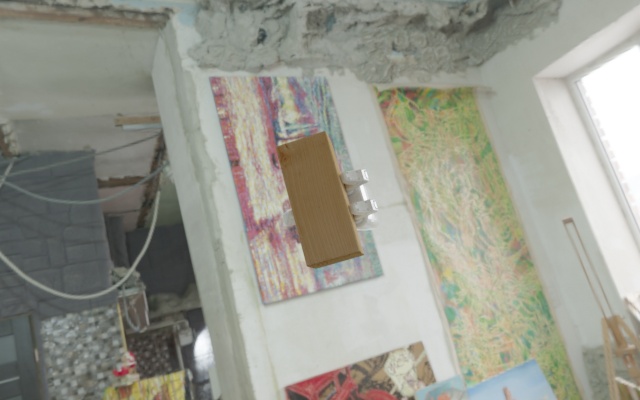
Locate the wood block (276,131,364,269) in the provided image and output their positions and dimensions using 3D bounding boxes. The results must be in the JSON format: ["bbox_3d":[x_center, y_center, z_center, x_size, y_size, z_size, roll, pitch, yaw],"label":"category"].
[{"bbox_3d":[0.000,0.003,0.808,0.091,0.206,0.090,-17,-13,6],"label":"wood block"}]
